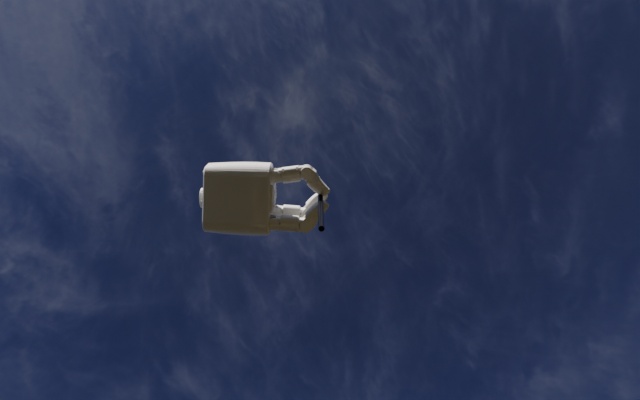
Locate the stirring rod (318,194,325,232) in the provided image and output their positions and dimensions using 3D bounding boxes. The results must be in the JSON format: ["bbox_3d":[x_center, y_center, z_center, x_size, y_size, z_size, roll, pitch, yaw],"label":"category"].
[{"bbox_3d":[0.000,0.002,0.734,0.011,0.011,0.239,0,17,-1],"label":"stirring rod"}]
